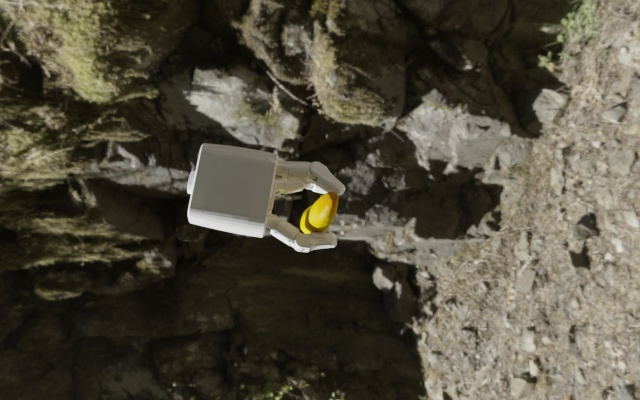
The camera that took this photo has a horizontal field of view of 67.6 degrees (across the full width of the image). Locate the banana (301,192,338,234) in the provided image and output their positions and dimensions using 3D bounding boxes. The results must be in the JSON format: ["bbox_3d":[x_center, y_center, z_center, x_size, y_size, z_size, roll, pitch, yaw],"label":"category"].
[{"bbox_3d":[-0.005,0.020,0.702,0.037,0.069,0.198,16,-1,-5],"label":"banana"}]
